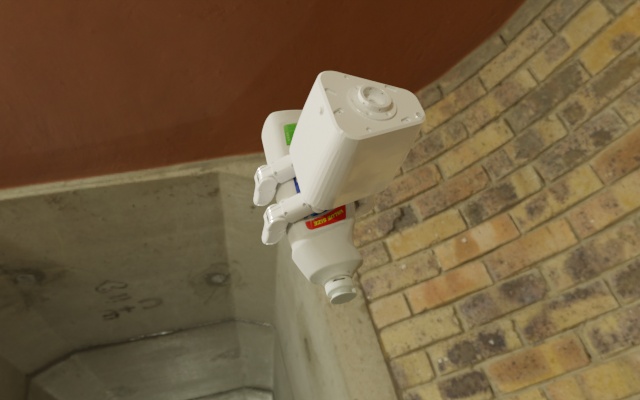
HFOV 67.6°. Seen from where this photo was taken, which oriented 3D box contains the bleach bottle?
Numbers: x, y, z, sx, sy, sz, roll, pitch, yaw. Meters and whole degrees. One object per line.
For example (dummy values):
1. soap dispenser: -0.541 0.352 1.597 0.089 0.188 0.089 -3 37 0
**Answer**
1. bleach bottle: 0.000 0.002 0.570 0.102 0.250 0.068 -3 -35 -22
